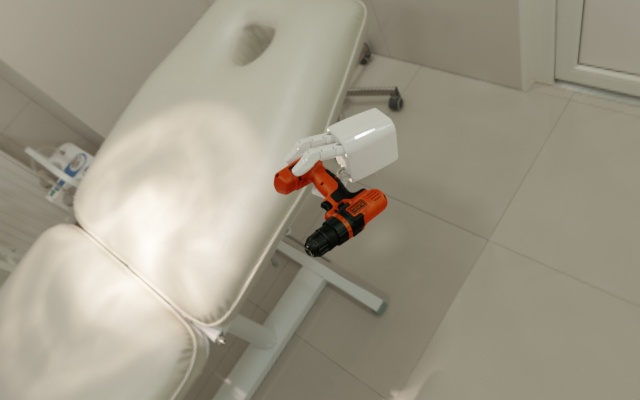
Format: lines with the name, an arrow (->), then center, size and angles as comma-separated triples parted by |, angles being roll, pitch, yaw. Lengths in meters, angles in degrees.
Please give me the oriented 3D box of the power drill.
power drill -> 0.000, 0.002, 0.873 | 0.184, 0.057, 0.187 | -34, 59, -27
